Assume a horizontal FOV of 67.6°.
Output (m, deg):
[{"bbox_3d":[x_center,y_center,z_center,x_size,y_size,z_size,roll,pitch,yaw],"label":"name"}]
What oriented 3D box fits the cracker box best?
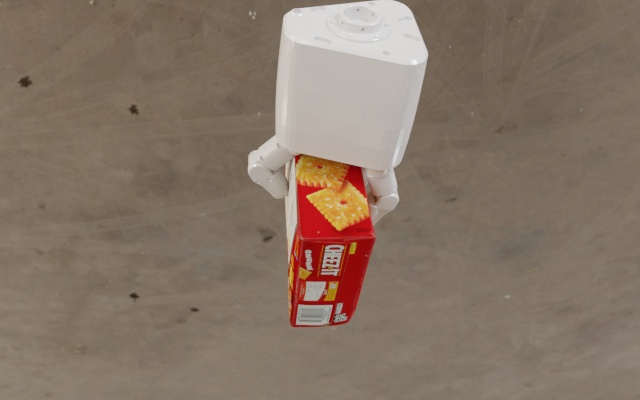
[{"bbox_3d":[0.000,0.002,0.510,0.072,0.213,0.164,0,-40,-7],"label":"cracker box"}]
